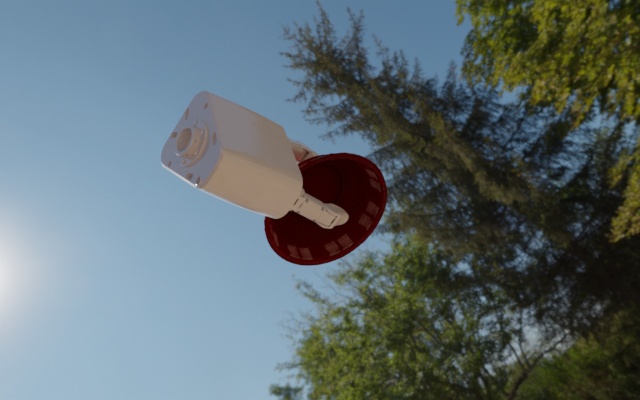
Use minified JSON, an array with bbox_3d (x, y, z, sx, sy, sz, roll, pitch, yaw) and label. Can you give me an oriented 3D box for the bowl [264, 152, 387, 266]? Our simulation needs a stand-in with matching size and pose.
[{"bbox_3d":[0.001,0.002,0.596,0.162,0.162,0.055,0,31,-27],"label":"bowl"}]
